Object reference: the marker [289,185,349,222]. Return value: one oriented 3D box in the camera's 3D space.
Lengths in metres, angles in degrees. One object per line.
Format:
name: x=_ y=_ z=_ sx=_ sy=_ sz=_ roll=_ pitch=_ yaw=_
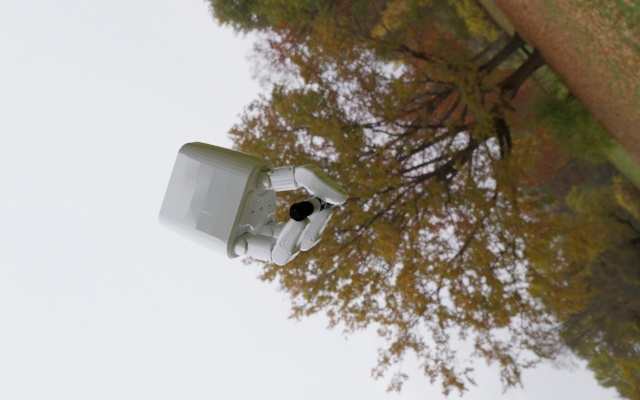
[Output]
marker: x=0.000 y=0.002 z=0.517 sx=0.020 sy=0.020 sz=0.121 roll=0 pitch=11 yaw=25
